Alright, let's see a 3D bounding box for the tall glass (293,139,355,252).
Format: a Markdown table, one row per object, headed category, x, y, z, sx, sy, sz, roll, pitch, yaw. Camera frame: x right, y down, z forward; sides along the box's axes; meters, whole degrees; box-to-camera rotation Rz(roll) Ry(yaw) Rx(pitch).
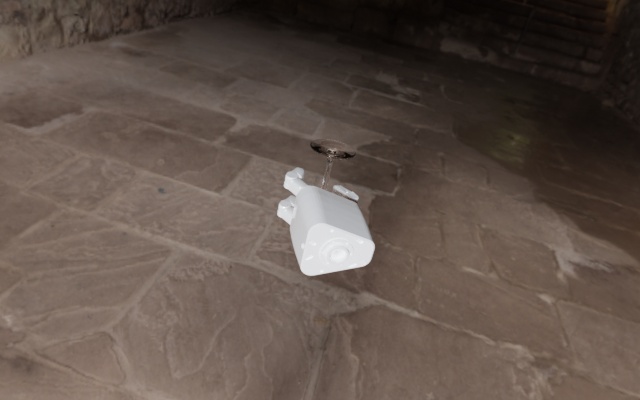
| category | x | y | z | sx | sy | sz | roll | pitch | yaw |
| --- | --- | --- | --- | --- | --- | --- | --- | --- | --- |
| tall glass | 0.000 | 0.002 | 0.810 | 0.079 | 0.201 | 0.079 | 10 | 28 | -6 |
